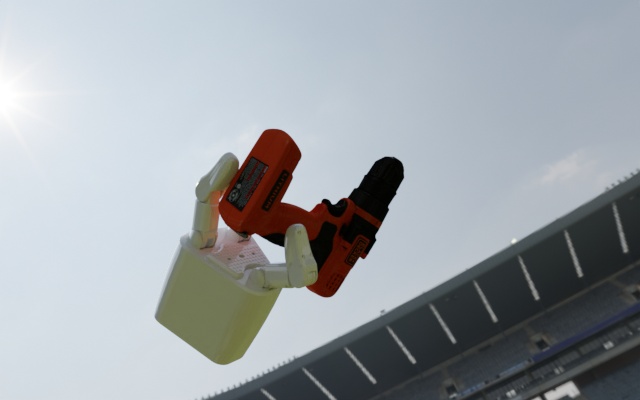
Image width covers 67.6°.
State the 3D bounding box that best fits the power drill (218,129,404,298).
[{"bbox_3d":[0.000,0.002,0.511,0.188,0.184,0.057,33,-4,-41],"label":"power drill"}]
